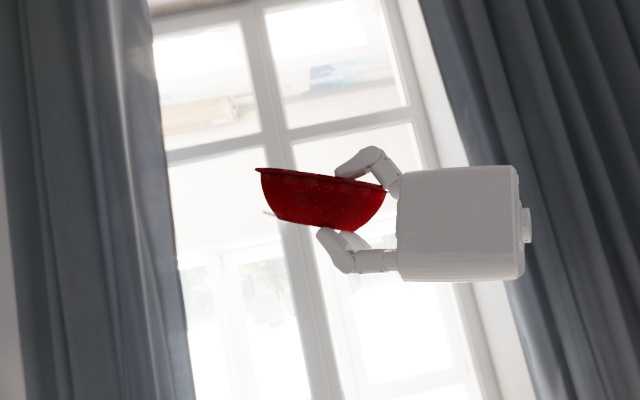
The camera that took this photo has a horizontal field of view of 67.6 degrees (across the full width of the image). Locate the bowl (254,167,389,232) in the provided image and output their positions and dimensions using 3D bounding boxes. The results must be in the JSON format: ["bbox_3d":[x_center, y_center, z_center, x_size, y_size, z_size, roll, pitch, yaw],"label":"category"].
[{"bbox_3d":[-0.001,0.002,0.549,0.162,0.055,0.162,9,-1,0],"label":"bowl"}]
